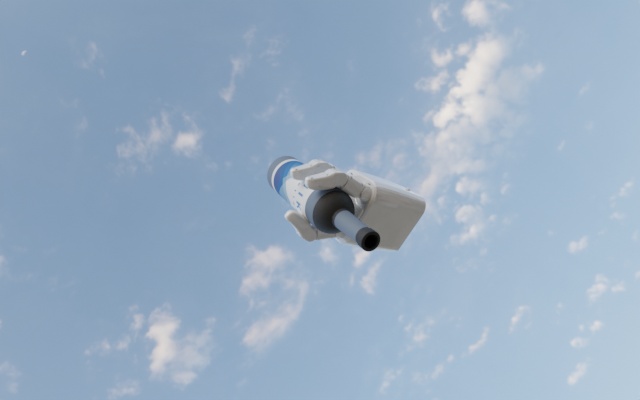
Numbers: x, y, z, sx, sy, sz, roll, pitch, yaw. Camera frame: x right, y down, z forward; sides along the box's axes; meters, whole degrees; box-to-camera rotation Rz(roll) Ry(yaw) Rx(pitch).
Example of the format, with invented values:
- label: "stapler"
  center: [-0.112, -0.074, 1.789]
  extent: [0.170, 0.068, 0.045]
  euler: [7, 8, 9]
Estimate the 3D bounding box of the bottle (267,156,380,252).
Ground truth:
- label: "bottle"
  center: [0.000, 0.002, 0.708]
  extent: [0.069, 0.069, 0.295]
  euler: [0, 19, -26]
